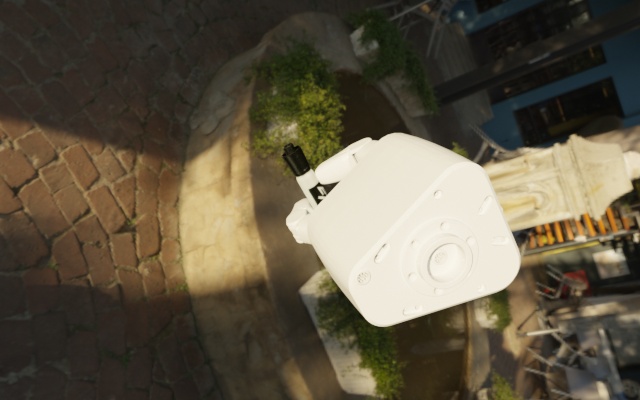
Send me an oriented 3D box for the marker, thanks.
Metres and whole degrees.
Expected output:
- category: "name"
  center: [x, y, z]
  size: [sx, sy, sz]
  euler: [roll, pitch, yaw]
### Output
- category: "marker"
  center: [0.000, 0.001, 0.434]
  size: [0.020, 0.121, 0.020]
  euler: [-26, 20, 11]
